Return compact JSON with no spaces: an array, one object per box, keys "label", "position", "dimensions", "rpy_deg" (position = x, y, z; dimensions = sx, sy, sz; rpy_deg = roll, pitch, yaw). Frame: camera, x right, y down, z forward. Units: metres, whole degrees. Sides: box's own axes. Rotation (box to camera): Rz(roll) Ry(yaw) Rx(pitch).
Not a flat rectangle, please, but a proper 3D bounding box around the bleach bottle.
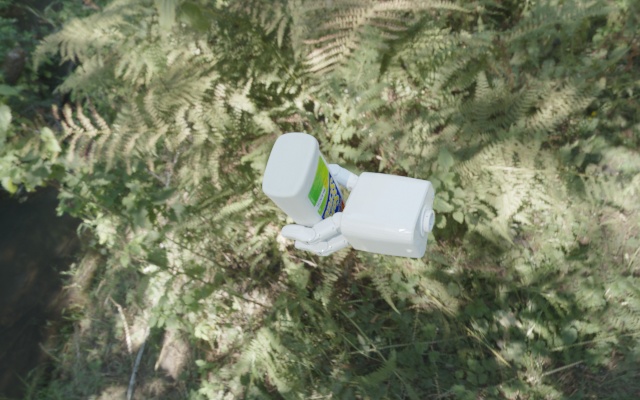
[{"label":"bleach bottle","position":[0.000,0.003,0.744],"dimensions":[0.068,0.102,0.251],"rpy_deg":[7,-21,26]}]
